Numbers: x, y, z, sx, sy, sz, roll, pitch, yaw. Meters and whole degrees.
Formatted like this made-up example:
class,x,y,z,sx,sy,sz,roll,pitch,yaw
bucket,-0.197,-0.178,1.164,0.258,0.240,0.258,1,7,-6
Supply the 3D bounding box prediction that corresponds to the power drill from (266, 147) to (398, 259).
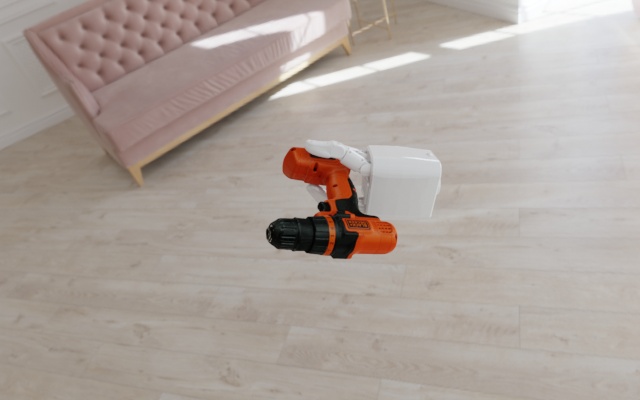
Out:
class,x,y,z,sx,sy,sz,roll,pitch,yaw
power drill,0.000,0.002,0.678,0.184,0.057,0.187,6,42,-25
